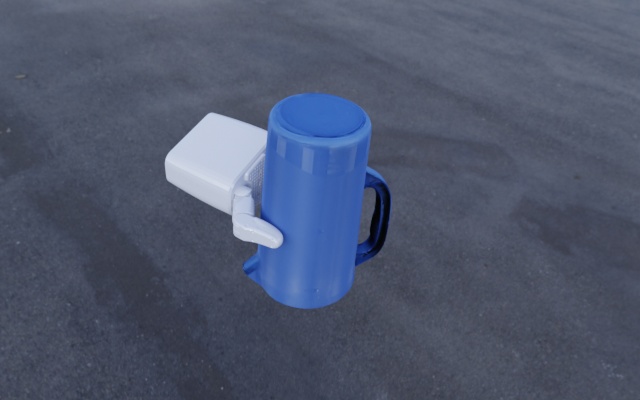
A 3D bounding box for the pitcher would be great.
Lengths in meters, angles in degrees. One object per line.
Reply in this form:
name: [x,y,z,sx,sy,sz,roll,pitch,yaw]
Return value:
pitcher: [0.000,0.002,0.570,0.145,0.243,0.149,24,42,20]
